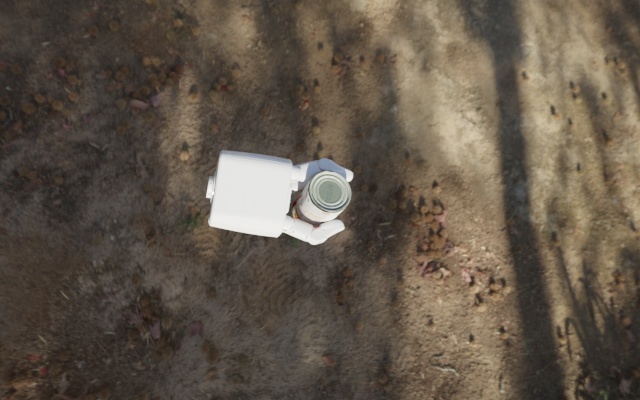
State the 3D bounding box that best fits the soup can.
[{"bbox_3d":[0.001,0.003,0.740,0.068,0.068,0.102,0,-19,-18],"label":"soup can"}]
